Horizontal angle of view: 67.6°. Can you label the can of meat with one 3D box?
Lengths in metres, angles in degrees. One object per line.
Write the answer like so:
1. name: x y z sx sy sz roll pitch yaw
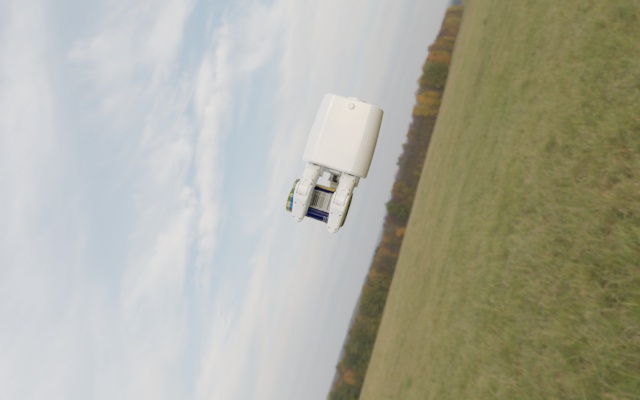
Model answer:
1. can of meat: 0.000 0.002 0.743 0.084 0.057 0.102 17 3 8
